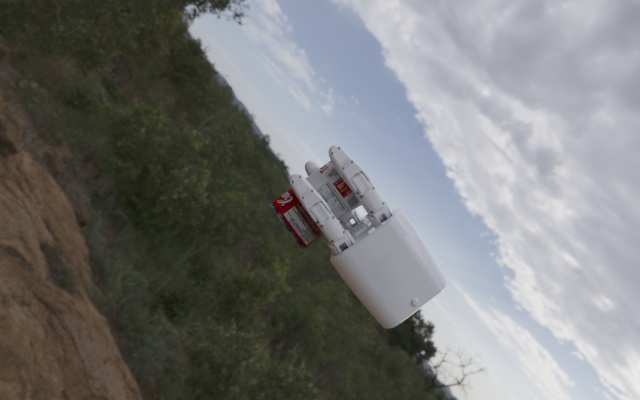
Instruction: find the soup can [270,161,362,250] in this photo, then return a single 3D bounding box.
[{"bbox_3d":[0.000,0.001,0.572,0.102,0.068,0.068,-36,2,-3],"label":"soup can"}]
